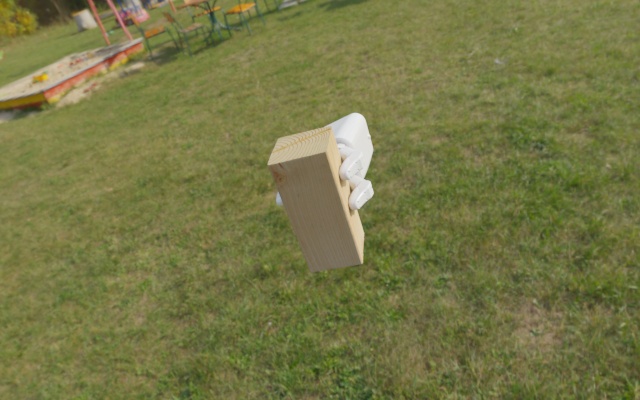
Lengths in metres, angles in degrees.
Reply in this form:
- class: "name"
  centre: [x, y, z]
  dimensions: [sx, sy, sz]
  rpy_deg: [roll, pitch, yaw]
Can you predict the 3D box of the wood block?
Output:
- class: "wood block"
  centre: [0.000, 0.002, 0.750]
  dimensions: [0.091, 0.206, 0.090]
  rpy_deg: [-11, 31, 14]
